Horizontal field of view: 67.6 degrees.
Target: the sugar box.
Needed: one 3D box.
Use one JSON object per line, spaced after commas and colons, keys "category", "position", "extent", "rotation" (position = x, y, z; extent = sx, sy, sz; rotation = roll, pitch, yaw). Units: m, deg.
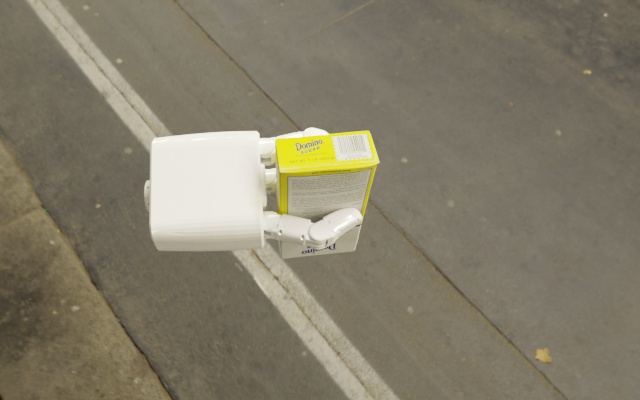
{"category": "sugar box", "position": [0.000, 0.001, 0.506], "extent": [0.093, 0.048, 0.176], "rotation": [-5, -30, -8]}
